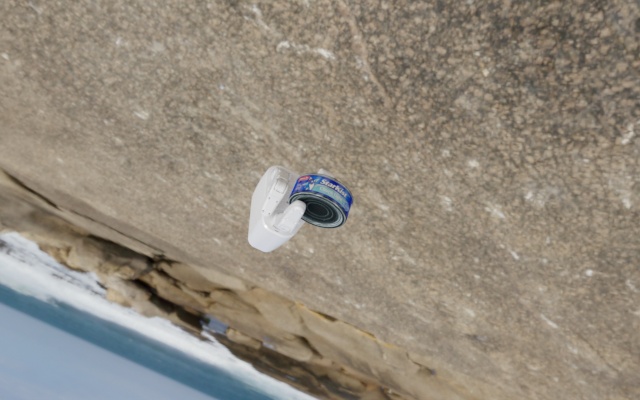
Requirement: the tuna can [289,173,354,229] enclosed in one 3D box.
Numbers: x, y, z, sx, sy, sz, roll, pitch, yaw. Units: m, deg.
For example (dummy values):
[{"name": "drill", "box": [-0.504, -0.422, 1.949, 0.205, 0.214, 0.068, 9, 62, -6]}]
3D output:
[{"name": "tuna can", "box": [0.000, 0.003, 0.656, 0.086, 0.033, 0.086, 16, -32, 10]}]
